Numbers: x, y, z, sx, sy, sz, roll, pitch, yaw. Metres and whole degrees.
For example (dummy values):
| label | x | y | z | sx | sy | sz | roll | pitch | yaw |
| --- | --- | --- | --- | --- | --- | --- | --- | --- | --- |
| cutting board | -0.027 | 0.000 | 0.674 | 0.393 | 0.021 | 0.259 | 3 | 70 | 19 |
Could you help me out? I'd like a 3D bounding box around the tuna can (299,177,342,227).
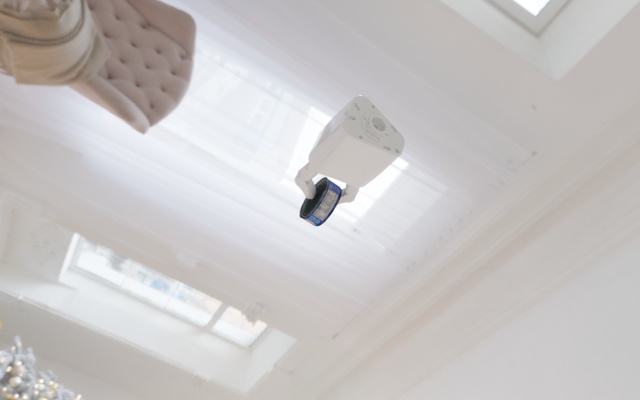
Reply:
| label | x | y | z | sx | sy | sz | roll | pitch | yaw |
| --- | --- | --- | --- | --- | --- | --- | --- | --- | --- |
| tuna can | 0.001 | 0.003 | 0.840 | 0.034 | 0.086 | 0.086 | 33 | -11 | -17 |
